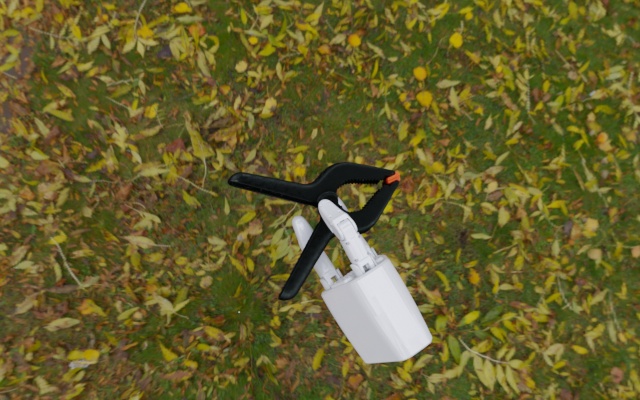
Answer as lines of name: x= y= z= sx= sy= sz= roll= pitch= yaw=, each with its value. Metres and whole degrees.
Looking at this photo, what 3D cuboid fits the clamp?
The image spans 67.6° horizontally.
clamp: x=0.001 y=0.002 z=0.594 sx=0.210 sy=0.164 sz=0.036 roll=-30 pitch=-3 yaw=-15
